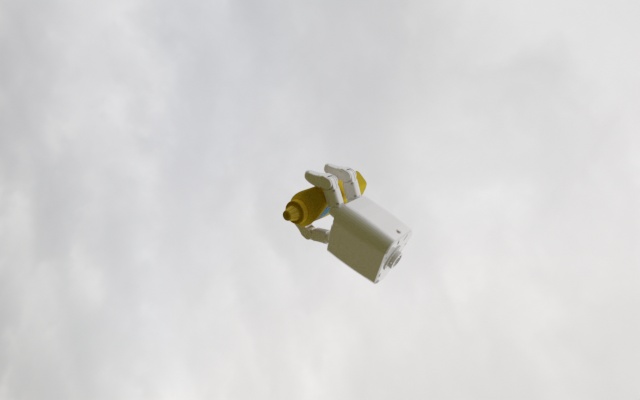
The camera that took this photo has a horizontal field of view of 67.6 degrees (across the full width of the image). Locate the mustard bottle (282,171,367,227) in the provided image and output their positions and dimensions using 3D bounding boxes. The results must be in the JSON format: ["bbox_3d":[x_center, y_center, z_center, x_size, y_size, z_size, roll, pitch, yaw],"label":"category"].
[{"bbox_3d":[0.000,0.002,0.849,0.096,0.058,0.191,-41,-11,37],"label":"mustard bottle"}]
